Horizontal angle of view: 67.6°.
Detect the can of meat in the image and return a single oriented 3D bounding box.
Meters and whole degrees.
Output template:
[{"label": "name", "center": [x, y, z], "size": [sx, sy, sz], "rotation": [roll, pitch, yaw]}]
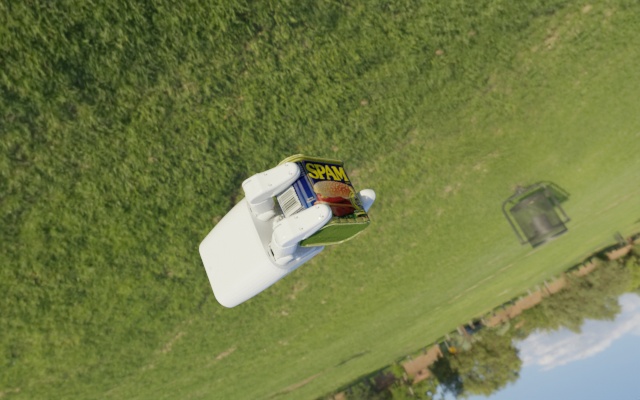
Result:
[{"label": "can of meat", "center": [0.000, 0.002, 0.524], "size": [0.057, 0.084, 0.102], "rotation": [-38, -23, 31]}]
